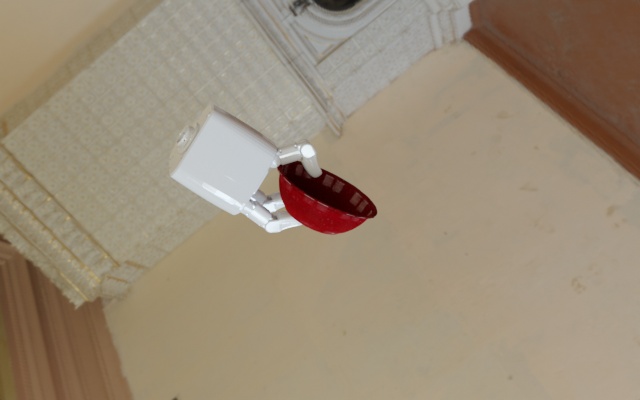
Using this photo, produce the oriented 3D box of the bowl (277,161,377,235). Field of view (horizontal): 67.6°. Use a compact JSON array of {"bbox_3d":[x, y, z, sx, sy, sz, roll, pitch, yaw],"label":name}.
[{"bbox_3d":[0.001,0.003,0.701,0.162,0.055,0.162,24,18,-8],"label":"bowl"}]
